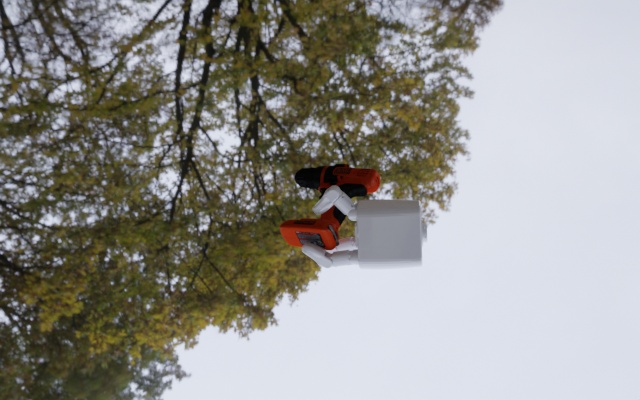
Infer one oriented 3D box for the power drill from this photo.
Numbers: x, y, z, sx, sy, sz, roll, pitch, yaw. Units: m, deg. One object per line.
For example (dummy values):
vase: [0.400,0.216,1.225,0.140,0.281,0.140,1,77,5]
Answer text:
power drill: [0.000,0.003,0.892,0.184,0.057,0.187,3,45,32]
